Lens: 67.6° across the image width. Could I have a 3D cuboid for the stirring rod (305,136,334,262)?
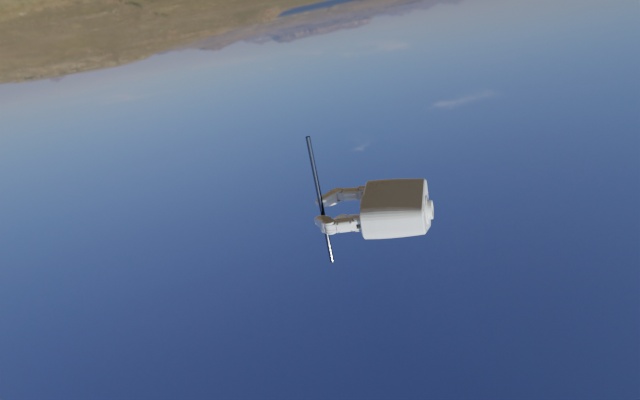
[{"bbox_3d":[0.000,0.003,0.850,0.011,0.240,0.011,-10,20,4],"label":"stirring rod"}]
